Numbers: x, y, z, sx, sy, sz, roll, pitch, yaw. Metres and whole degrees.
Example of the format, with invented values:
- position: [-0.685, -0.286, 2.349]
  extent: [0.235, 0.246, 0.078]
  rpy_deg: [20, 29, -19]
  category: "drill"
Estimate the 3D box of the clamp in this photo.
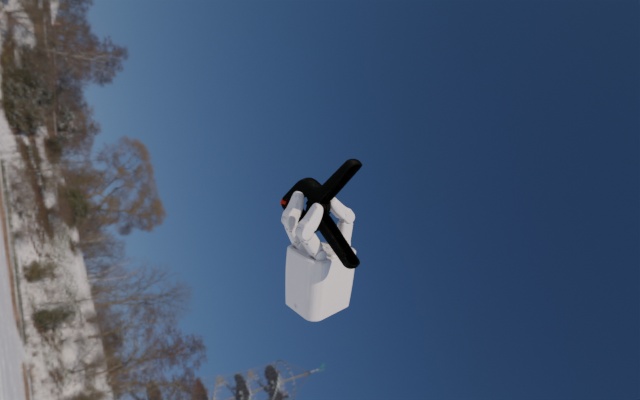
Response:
- position: [0.000, 0.003, 0.778]
  extent: [0.036, 0.164, 0.210]
  rpy_deg: [-3, 14, -35]
  category: "clamp"
